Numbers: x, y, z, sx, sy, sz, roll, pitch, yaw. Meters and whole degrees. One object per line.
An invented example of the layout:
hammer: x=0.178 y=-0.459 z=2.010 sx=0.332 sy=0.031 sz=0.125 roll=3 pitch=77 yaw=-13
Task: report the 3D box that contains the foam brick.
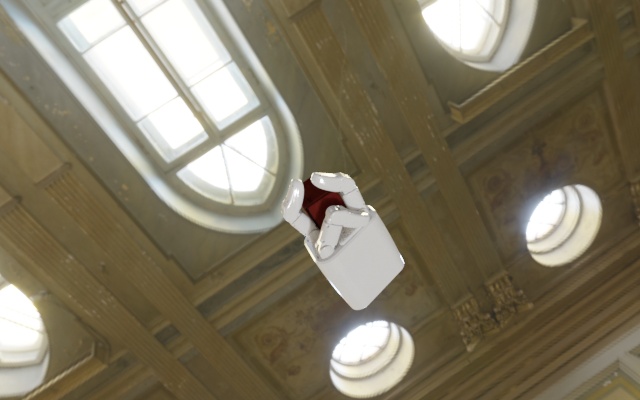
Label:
foam brick: x=0.000 y=0.002 z=0.700 sx=0.053 sy=0.051 sz=0.078 roll=-36 pitch=27 yaw=-2
